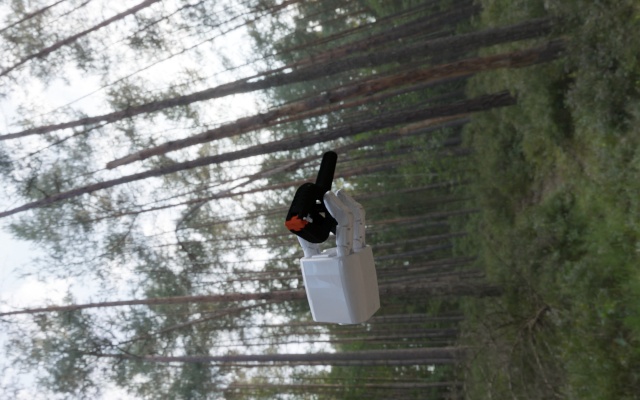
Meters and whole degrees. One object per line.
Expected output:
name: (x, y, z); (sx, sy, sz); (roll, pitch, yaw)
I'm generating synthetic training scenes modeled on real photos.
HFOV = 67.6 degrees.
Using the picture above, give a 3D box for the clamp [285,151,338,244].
clamp: (-0.001, 0.003, 0.760); (0.036, 0.164, 0.210); (-12, 1, 25)
